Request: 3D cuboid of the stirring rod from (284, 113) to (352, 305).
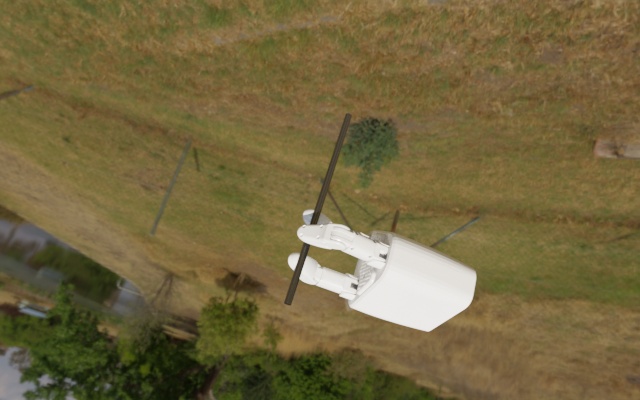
[{"bbox_3d":[0.000,0.002,0.542,0.011,0.239,0.011,15,-22,6],"label":"stirring rod"}]
